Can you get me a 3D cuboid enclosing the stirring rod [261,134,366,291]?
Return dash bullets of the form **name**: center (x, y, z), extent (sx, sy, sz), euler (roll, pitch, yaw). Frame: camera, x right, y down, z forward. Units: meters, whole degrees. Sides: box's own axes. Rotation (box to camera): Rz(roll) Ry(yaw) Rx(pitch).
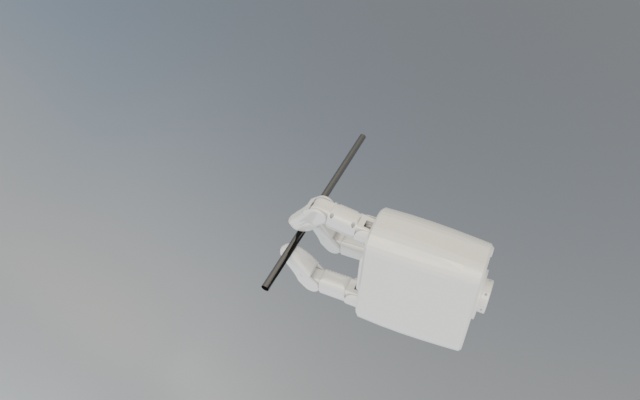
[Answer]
- **stirring rod**: center (0.000, 0.002, 0.522), extent (0.011, 0.011, 0.239), euler (0, 43, 36)
